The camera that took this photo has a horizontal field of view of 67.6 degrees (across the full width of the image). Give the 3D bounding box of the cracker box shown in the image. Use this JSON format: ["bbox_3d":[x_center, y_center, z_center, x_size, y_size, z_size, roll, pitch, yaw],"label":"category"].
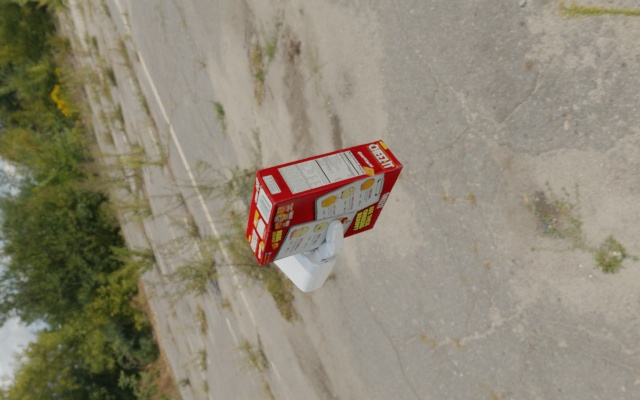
[{"bbox_3d":[0.000,0.003,0.732,0.213,0.072,0.164,-17,-32,-26],"label":"cracker box"}]
